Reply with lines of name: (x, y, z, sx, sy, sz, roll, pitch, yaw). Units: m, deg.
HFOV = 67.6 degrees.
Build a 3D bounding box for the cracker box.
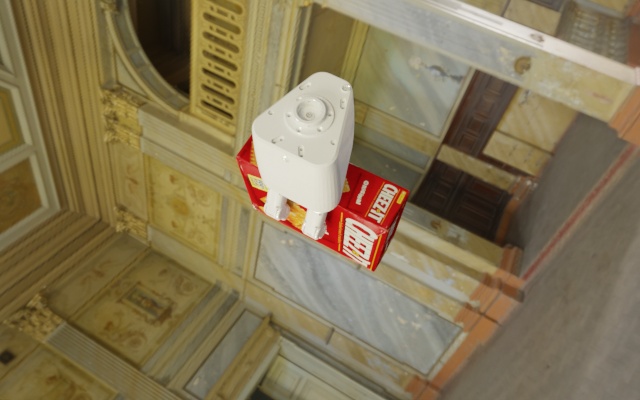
cracker box: (0.000, 0.002, 0.656, 0.213, 0.072, 0.164, 27, -22, 13)
